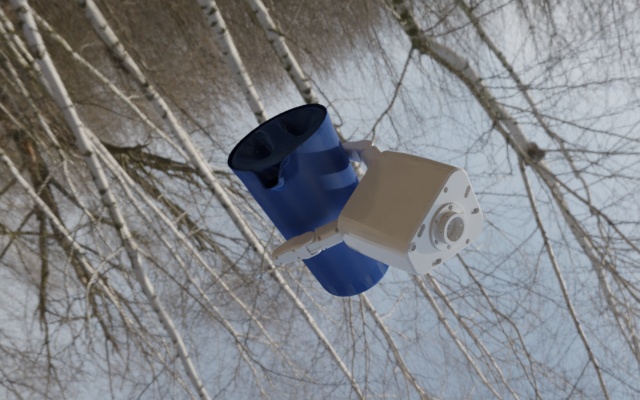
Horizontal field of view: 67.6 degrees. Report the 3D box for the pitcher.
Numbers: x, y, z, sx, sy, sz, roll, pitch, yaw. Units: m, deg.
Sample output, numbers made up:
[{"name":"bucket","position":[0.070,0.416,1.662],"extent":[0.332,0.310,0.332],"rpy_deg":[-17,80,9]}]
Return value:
[{"name":"pitcher","position":[0.000,0.002,0.623],"extent":[0.149,0.243,0.145],"rpy_deg":[-43,32,-21]}]
